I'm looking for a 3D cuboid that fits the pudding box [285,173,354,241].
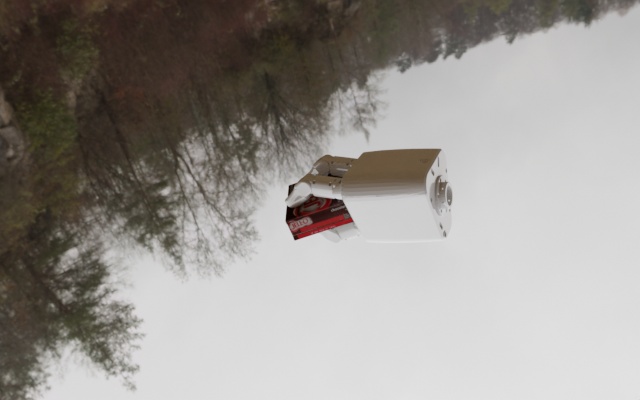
[{"bbox_3d":[0.000,0.002,0.662,0.090,0.039,0.113,-17,24,7],"label":"pudding box"}]
